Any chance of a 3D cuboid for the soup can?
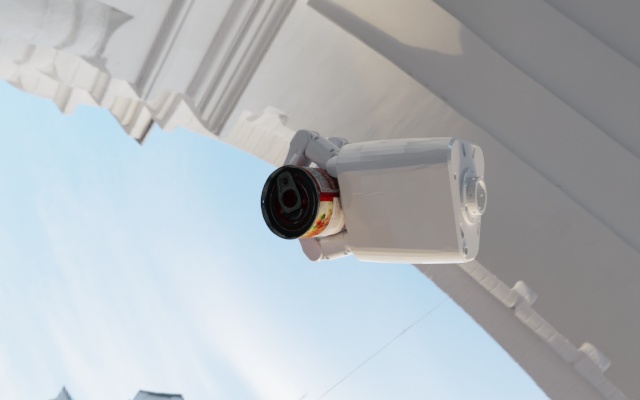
[{"bbox_3d":[0.000,0.002,0.471,0.068,0.068,0.102,0,0,35],"label":"soup can"}]
